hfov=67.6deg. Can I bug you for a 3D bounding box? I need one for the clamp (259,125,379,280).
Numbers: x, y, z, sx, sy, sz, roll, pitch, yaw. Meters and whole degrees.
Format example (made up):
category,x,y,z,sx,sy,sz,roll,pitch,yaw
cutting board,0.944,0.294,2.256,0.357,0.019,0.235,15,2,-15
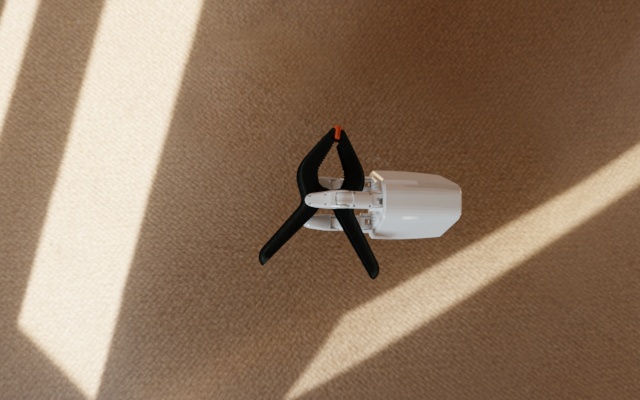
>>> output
category,x,y,z,sx,sy,sz,roll,pitch,yaw
clamp,0.000,0.002,0.653,0.164,0.210,0.036,1,-5,-8
